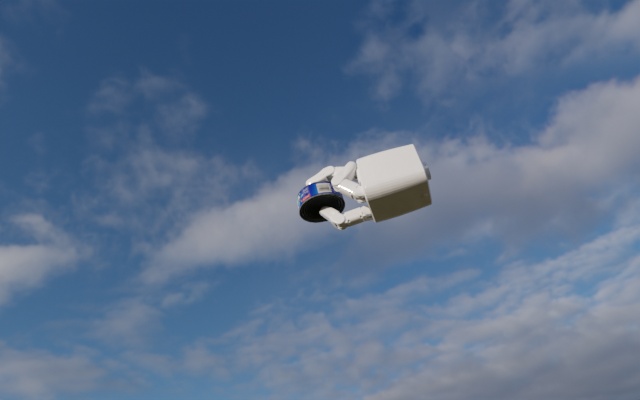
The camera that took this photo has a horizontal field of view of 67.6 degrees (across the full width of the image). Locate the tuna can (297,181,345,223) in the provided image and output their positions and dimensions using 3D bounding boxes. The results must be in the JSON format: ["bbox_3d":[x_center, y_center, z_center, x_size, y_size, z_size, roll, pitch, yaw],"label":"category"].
[{"bbox_3d":[0.000,0.002,0.878,0.086,0.033,0.086,-9,-36,-7],"label":"tuna can"}]
